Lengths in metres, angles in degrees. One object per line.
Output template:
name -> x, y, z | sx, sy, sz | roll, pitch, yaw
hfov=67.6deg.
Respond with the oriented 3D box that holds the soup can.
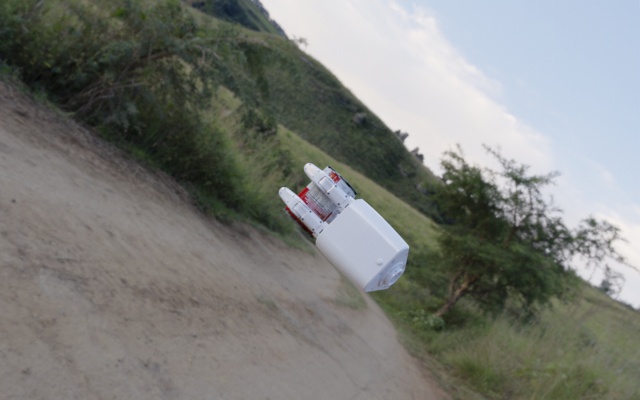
soup can -> 0.000, 0.002, 0.767 | 0.102, 0.068, 0.068 | -45, -1, -1
